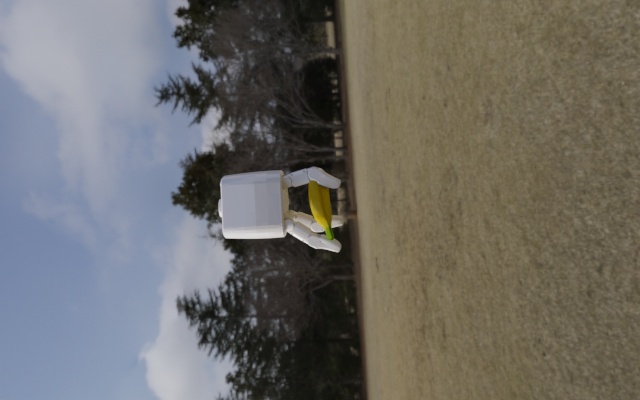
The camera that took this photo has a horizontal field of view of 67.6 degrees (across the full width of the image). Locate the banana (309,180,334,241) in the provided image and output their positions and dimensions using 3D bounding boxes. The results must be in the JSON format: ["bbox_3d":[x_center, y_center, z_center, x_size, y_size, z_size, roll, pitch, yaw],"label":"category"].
[{"bbox_3d":[-0.002,-0.011,0.867,0.037,0.070,0.197,-7,33,1],"label":"banana"}]
